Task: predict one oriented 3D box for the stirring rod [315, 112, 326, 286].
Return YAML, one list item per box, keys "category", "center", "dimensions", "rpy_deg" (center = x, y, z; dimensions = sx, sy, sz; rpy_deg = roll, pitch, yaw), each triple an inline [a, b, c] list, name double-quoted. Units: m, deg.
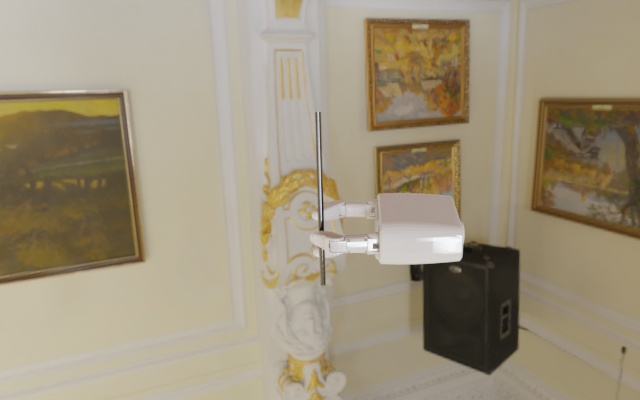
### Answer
- category: "stirring rod"
  center: [0.000, 0.002, 0.647]
  dimensions: [0.011, 0.239, 0.011]
  rpy_deg: [-2, 14, 0]
